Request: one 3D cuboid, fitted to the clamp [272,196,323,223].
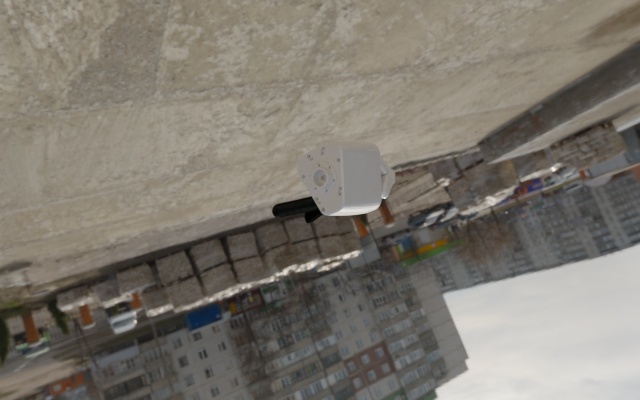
[{"bbox_3d":[0.000,0.003,0.857,0.171,0.039,0.120,-27,-16,35],"label":"clamp"}]
